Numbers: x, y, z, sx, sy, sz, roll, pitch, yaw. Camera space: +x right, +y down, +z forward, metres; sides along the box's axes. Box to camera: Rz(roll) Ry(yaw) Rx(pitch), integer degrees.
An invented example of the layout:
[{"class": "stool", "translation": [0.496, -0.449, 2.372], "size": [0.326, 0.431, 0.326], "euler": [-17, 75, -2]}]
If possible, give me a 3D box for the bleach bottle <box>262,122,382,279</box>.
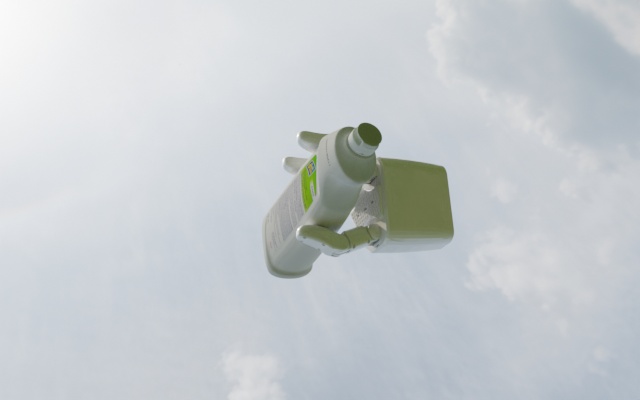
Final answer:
[{"class": "bleach bottle", "translation": [0.000, 0.002, 0.567], "size": [0.068, 0.102, 0.251], "euler": [3, -30, -26]}]
